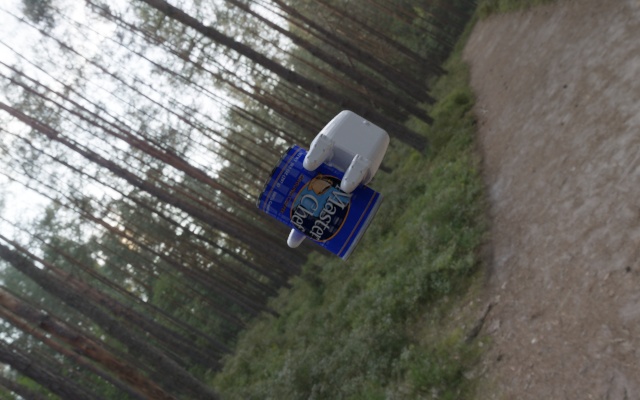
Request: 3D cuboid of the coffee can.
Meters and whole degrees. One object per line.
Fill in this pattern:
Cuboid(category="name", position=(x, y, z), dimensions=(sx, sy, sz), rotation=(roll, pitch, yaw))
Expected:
Cuboid(category="coffee can", position=(0.000, 0.002, 0.645), dimensions=(0.140, 0.103, 0.103), rotation=(31, 2, 3))
